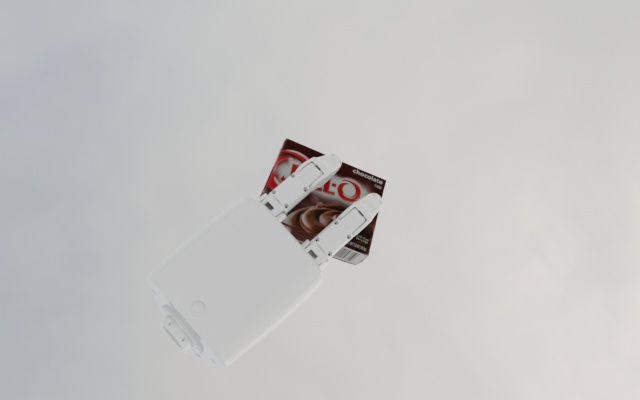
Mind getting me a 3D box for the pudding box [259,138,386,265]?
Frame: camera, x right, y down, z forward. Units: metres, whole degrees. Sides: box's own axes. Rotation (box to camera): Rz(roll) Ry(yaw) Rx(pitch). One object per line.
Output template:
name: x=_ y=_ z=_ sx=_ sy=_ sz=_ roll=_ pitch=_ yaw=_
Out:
pudding box: x=0.000 y=0.002 z=0.464 sx=0.113 sy=0.090 sz=0.039 roll=23 pitch=-32 yaw=-9
